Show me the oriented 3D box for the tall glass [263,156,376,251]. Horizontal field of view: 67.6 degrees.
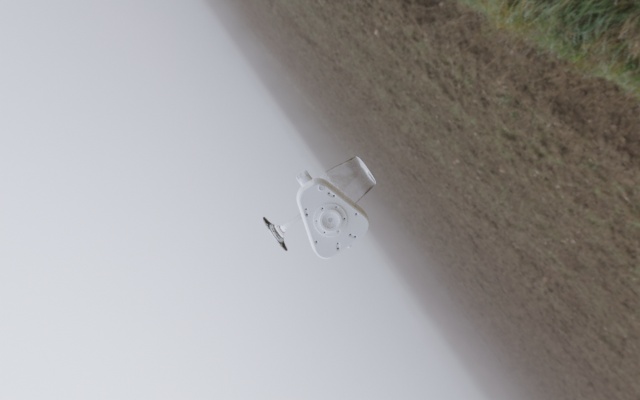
[{"bbox_3d":[0.000,0.003,0.847,0.201,0.079,0.079,-35,-1,1],"label":"tall glass"}]
